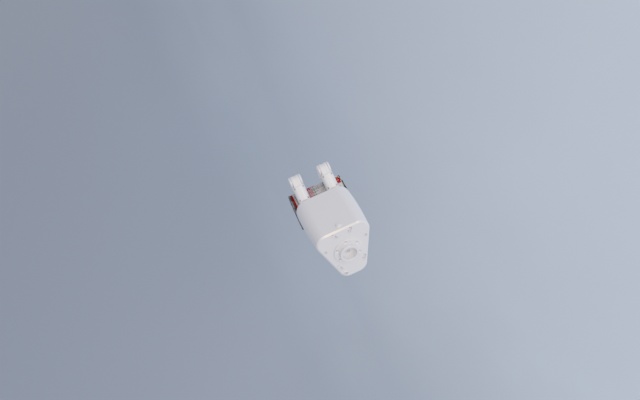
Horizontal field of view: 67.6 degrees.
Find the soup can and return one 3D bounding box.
[{"bbox_3d":[0.000,0.003,0.879,0.102,0.068,0.068,-24,2,-5],"label":"soup can"}]
